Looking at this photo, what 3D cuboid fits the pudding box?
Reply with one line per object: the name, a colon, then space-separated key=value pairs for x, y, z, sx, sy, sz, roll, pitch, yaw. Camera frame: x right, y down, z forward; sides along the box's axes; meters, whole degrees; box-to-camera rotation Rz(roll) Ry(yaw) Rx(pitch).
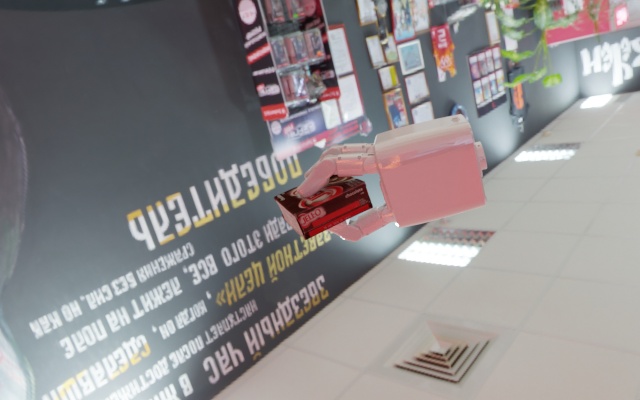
pudding box: x=0.000 y=0.002 z=0.582 sx=0.090 sy=0.039 sz=0.113 roll=-24 pitch=15 yaw=-12
